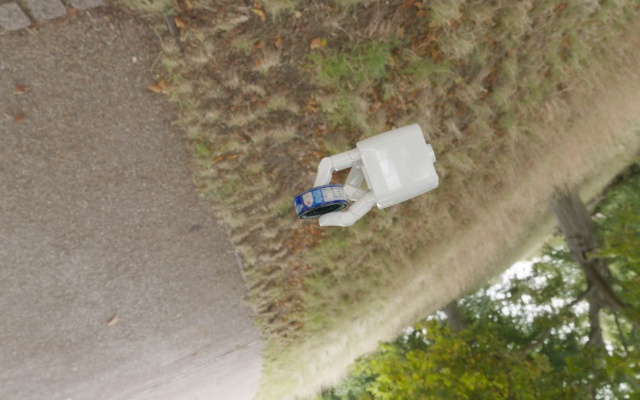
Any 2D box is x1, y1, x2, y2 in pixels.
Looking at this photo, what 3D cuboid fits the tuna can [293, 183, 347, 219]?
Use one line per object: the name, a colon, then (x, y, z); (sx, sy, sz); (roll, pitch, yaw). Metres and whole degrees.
tuna can: (0.000, 0.003, 0.780); (0.086, 0.033, 0.086); (-14, -12, -3)
